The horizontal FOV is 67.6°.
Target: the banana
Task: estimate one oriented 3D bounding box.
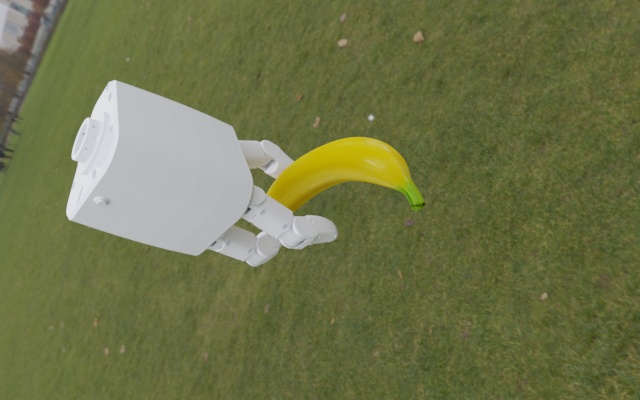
[{"bbox_3d":[0.004,-0.017,0.429,0.037,0.069,0.198,19,-20,-39],"label":"banana"}]
